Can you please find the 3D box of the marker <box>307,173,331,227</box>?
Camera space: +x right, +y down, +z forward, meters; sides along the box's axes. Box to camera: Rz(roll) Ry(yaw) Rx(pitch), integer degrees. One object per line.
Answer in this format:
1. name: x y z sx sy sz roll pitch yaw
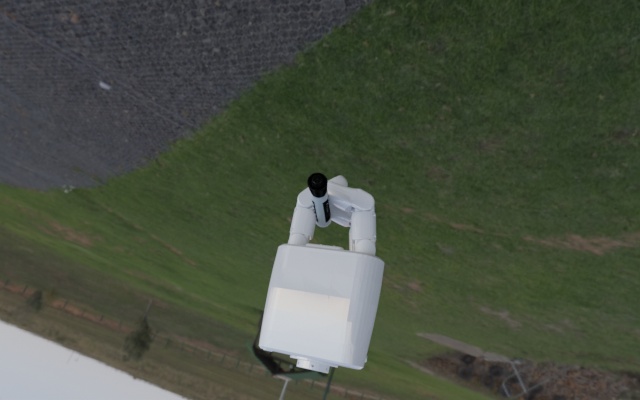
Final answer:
1. marker: 0.000 0.002 0.488 0.020 0.020 0.121 0 -20 3
